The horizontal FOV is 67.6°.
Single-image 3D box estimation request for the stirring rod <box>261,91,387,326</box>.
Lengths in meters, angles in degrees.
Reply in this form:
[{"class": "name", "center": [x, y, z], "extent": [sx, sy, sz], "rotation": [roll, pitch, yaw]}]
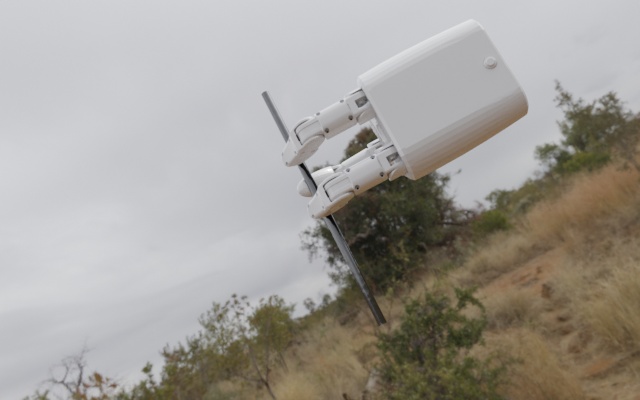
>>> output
[{"class": "stirring rod", "center": [0.000, 0.001, 0.435], "extent": [0.011, 0.239, 0.011], "rotation": [-26, -12, -6]}]
